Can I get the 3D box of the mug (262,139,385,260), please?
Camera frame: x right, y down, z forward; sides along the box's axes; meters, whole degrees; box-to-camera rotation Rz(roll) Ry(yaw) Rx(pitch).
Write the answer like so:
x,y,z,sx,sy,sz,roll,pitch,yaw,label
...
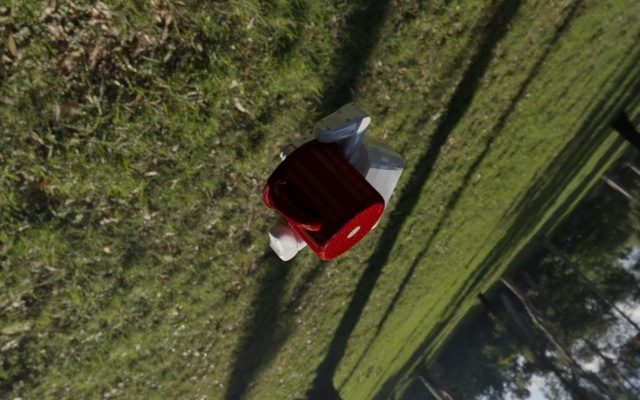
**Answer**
x,y,z,sx,sy,sz,roll,pitch,yaw,label
-0.001,0.002,0.439,0.081,0.093,0.117,47,23,21,mug
